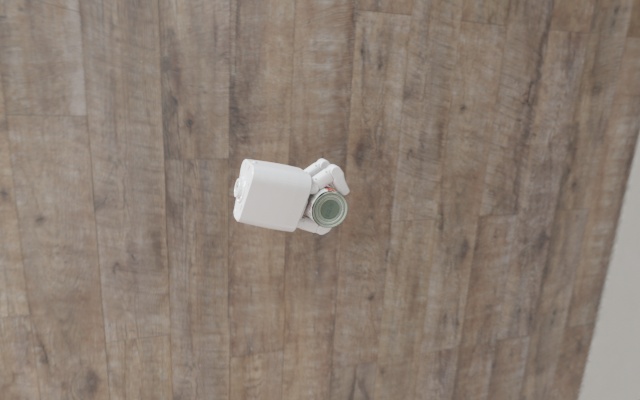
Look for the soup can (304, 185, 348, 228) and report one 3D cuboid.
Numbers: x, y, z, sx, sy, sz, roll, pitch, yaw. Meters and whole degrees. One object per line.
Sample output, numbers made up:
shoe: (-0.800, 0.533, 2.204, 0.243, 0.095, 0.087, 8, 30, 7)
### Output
soup can: (0.001, 0.003, 0.861, 0.068, 0.068, 0.102, 0, 15, -20)
